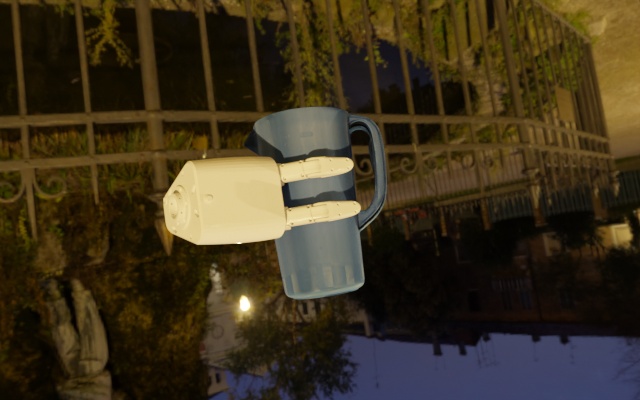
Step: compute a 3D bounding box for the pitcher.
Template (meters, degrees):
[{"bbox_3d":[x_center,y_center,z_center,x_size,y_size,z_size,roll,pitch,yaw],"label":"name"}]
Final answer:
[{"bbox_3d":[0.000,0.002,0.644,0.145,0.243,0.149,-4,-7,-39],"label":"pitcher"}]
